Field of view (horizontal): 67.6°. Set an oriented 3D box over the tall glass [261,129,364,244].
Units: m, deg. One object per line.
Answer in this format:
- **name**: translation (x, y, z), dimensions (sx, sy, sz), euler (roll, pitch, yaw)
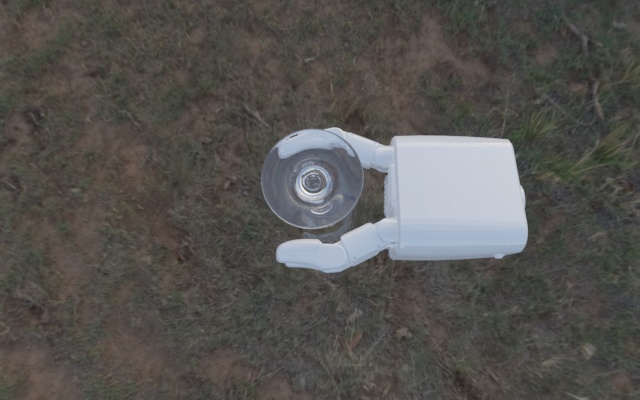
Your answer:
- **tall glass**: translation (0.000, 0.001, 0.441), dimensions (0.079, 0.079, 0.201), euler (0, -10, 3)
